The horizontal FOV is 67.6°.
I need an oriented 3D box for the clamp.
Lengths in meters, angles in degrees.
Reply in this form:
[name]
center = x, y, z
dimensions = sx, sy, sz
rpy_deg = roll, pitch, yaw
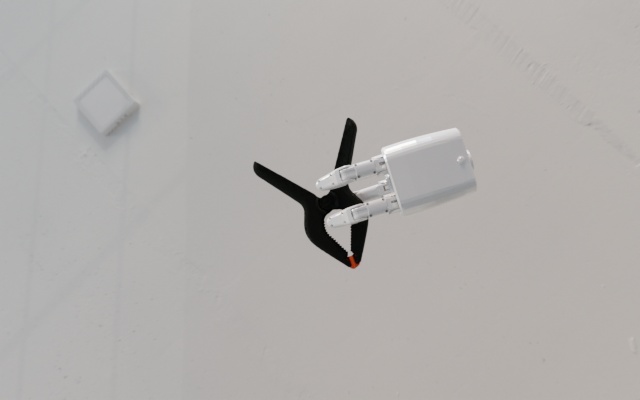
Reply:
[clamp]
center = 0.001, 0.003, 0.693
dimensions = 0.164, 0.210, 0.036
rpy_deg = -17, -6, 9
